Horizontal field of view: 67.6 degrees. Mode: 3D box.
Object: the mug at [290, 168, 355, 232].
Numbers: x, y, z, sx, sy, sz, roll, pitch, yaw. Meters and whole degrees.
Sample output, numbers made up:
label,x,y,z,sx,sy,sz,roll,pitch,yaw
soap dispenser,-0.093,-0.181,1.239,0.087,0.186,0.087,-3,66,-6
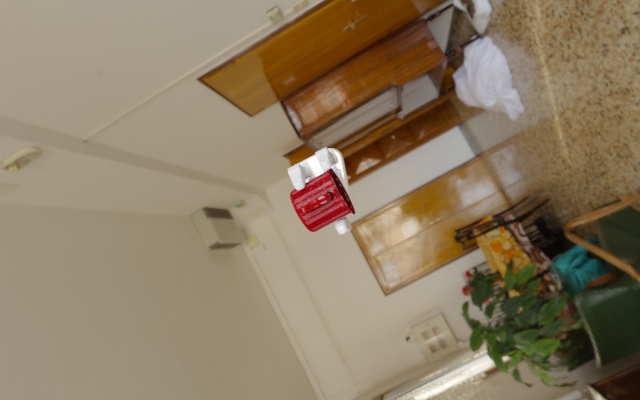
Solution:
label,x,y,z,sx,sy,sz,roll,pitch,yaw
mug,0.000,0.003,0.798,0.081,0.093,0.117,-29,2,9
